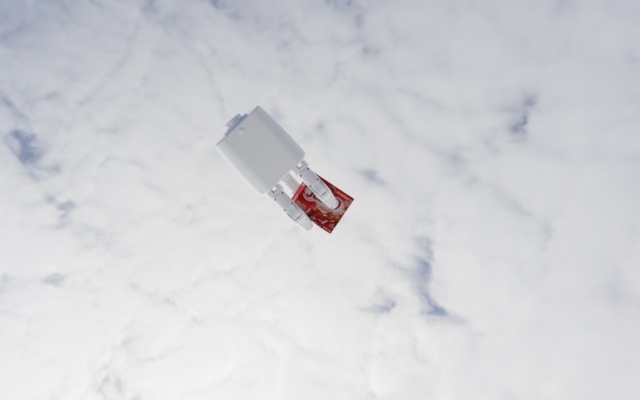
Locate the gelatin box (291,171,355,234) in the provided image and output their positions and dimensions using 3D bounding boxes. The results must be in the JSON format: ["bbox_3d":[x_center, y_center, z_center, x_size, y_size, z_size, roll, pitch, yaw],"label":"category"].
[{"bbox_3d":[0.000,0.003,0.799,0.089,0.073,0.030,33,3,-21],"label":"gelatin box"}]
